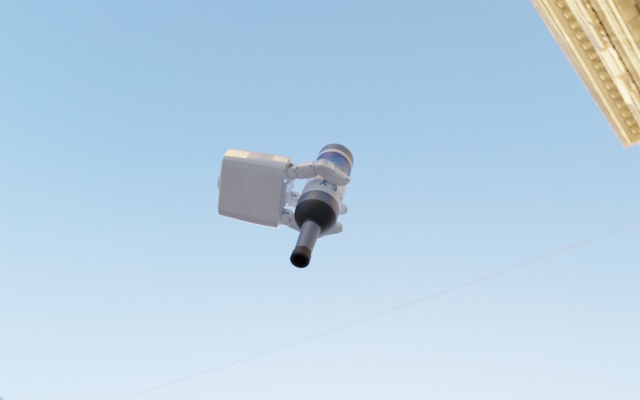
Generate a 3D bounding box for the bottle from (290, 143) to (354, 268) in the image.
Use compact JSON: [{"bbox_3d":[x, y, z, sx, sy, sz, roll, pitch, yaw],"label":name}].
[{"bbox_3d":[0.000,0.002,0.756,0.069,0.069,0.295,0,32,13],"label":"bottle"}]
